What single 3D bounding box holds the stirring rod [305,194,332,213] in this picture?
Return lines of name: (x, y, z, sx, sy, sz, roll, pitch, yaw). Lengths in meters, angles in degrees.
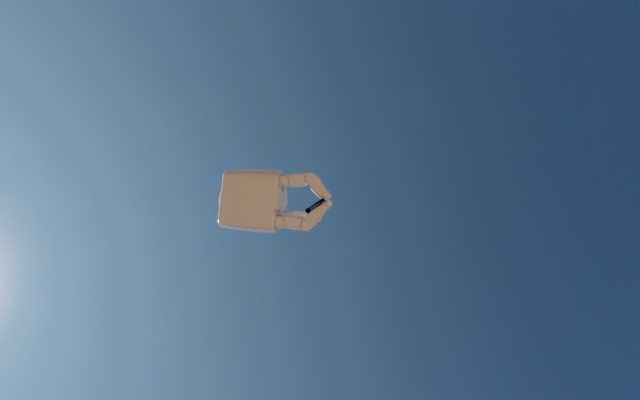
stirring rod: (0.000, 0.003, 0.830, 0.011, 0.011, 0.239, 0, 6, 9)
